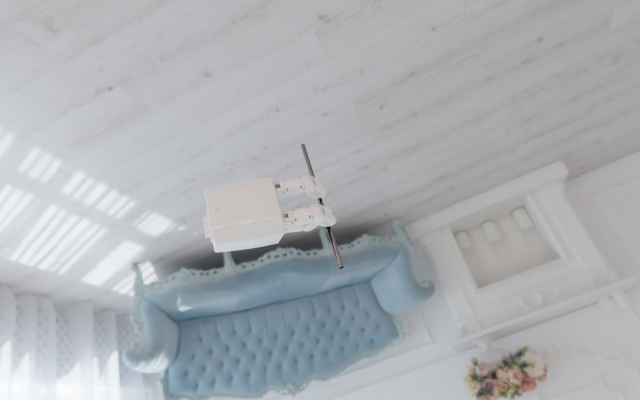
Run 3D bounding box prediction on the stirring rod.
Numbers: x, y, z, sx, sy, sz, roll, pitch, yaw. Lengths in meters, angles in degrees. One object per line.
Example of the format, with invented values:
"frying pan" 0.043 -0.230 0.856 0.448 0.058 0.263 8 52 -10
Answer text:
"stirring rod" 0.000 0.003 0.791 0.011 0.239 0.011 -14 -28 -8
